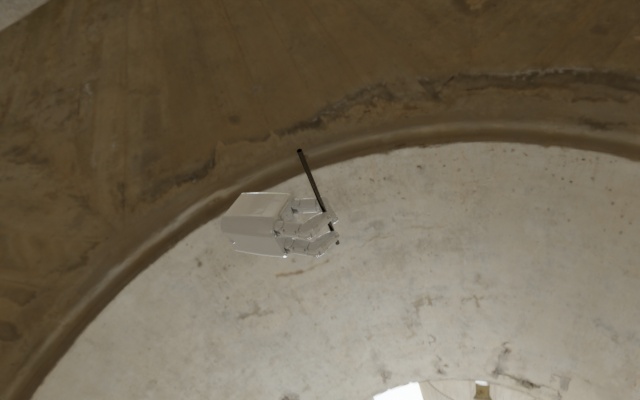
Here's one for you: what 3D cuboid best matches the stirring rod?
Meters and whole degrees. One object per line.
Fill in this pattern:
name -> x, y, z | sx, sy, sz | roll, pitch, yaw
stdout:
stirring rod -> 0.000, 0.002, 0.789 | 0.011, 0.011, 0.240 | 0, -39, 19
